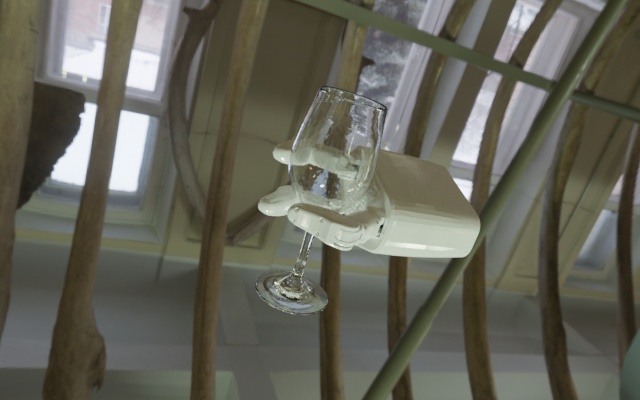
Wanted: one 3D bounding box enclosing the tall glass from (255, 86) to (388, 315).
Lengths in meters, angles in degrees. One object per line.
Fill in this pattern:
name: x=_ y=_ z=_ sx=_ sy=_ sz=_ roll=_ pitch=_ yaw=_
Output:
tall glass: x=0.000 y=0.002 z=0.440 sx=0.079 sy=0.201 sz=0.079 roll=15 pitch=20 yaw=-6
